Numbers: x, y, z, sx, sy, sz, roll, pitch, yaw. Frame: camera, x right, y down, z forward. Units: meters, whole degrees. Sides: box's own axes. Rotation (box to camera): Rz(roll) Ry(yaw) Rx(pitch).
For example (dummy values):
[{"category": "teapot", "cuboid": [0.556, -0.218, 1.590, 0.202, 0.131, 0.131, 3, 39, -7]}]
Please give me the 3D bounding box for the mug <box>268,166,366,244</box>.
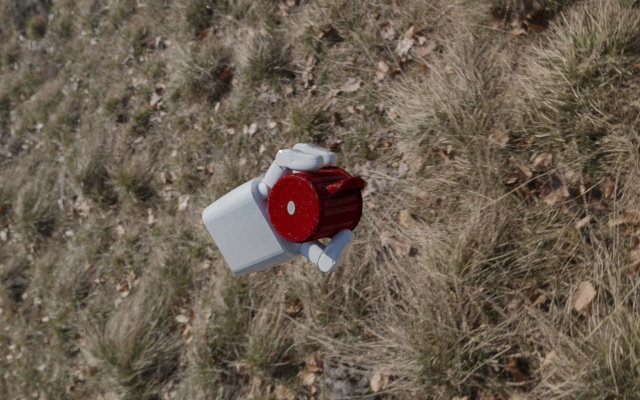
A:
[{"category": "mug", "cuboid": [0.001, 0.001, 0.566, 0.117, 0.093, 0.081, -25, -9, 34]}]
